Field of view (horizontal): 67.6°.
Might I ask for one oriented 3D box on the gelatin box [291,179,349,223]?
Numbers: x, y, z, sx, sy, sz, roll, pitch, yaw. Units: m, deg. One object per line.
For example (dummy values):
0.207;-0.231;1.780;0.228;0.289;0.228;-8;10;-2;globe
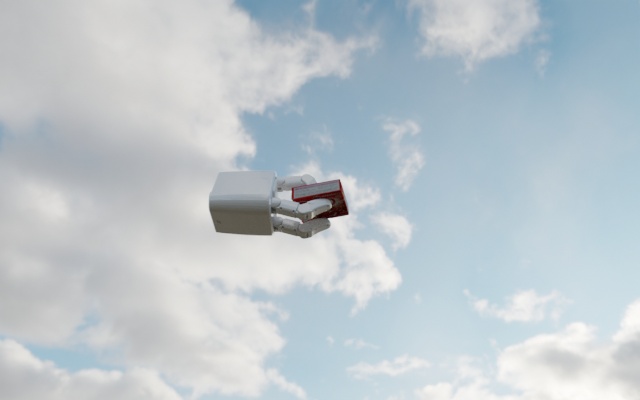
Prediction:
0.000;0.002;0.839;0.089;0.030;0.073;-11;-40;8;gelatin box
